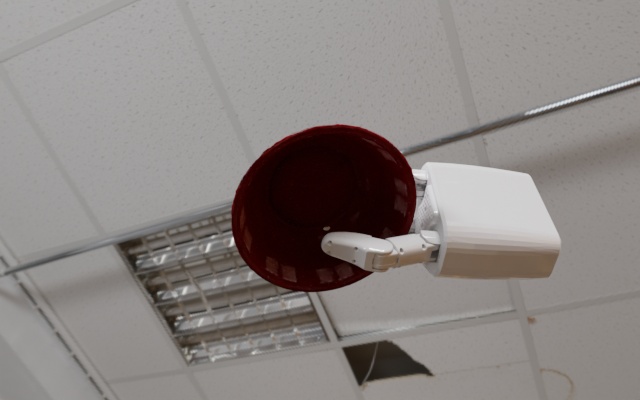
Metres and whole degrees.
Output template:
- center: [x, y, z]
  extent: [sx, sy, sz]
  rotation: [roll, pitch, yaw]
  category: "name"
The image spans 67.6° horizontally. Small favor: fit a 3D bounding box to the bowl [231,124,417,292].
- center: [-0.001, 0.001, 0.424]
  extent: [0.162, 0.162, 0.055]
  rotation: [0, 28, -16]
  category: "bowl"
